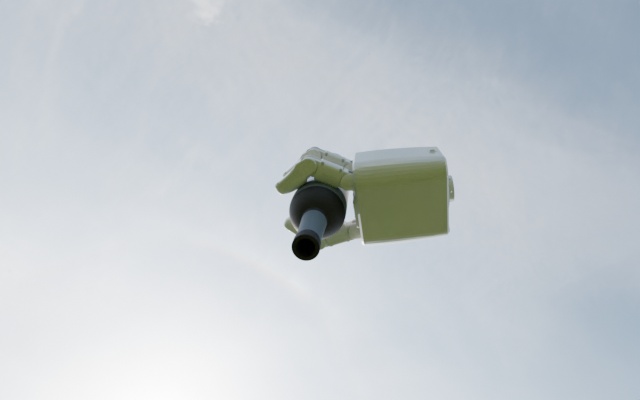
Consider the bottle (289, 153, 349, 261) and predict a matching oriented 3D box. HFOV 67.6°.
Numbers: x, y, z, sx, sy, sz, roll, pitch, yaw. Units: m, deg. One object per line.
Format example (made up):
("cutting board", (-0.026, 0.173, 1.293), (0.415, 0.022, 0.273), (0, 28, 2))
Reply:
("bottle", (0.000, 0.002, 0.589), (0.069, 0.069, 0.295), (0, 17, 6))
